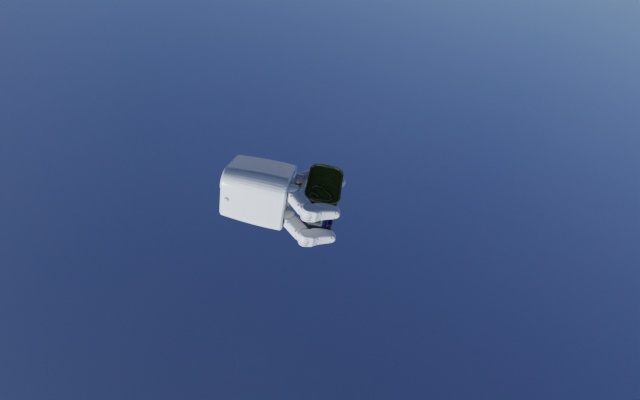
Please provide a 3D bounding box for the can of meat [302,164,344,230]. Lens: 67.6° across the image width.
[{"bbox_3d":[0.000,0.003,0.798,0.057,0.084,0.102,11,39,-1],"label":"can of meat"}]
